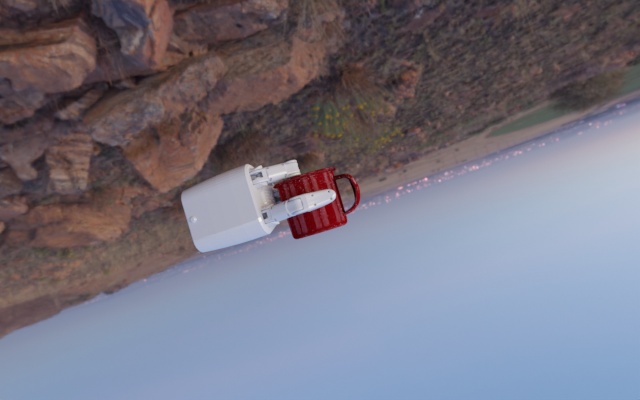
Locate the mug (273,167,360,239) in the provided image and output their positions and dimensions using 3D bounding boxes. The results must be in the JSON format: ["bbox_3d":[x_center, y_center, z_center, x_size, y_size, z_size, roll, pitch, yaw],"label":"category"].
[{"bbox_3d":[0.002,0.002,0.669,0.117,0.081,0.093,-18,-3,15],"label":"mug"}]
